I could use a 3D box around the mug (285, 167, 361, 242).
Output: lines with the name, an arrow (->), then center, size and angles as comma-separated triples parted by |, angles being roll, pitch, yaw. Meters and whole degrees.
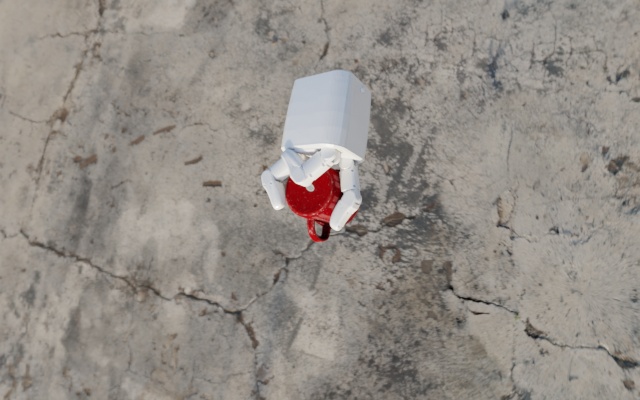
mug -> 0.000, 0.004, 0.701 | 0.093, 0.117, 0.081 | 3, -8, 30
